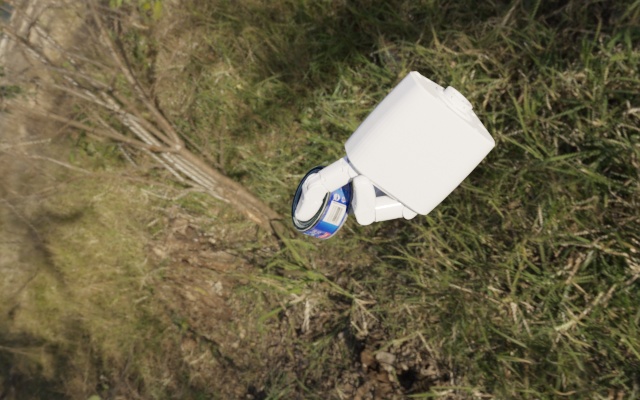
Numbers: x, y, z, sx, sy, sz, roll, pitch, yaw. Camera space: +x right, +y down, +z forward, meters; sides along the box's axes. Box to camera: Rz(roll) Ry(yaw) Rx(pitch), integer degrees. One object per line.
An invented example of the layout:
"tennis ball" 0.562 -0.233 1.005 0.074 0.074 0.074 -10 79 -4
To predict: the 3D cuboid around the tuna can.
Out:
"tuna can" 0.000 0.002 0.577 0.034 0.086 0.086 20 -10 -30
